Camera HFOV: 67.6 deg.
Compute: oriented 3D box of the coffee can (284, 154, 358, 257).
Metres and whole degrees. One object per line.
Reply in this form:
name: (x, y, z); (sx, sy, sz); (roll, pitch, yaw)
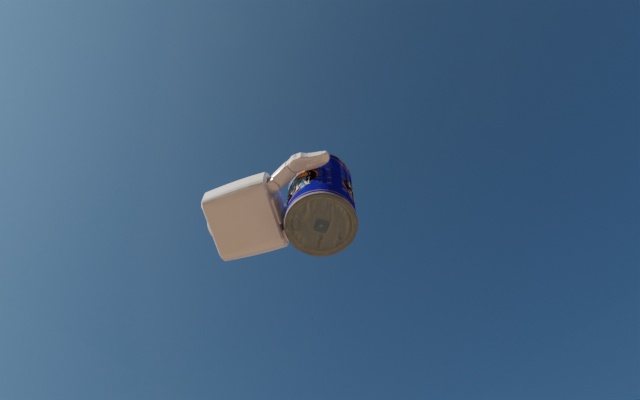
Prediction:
coffee can: (0.000, 0.002, 0.718); (0.103, 0.103, 0.140); (0, 29, -1)
